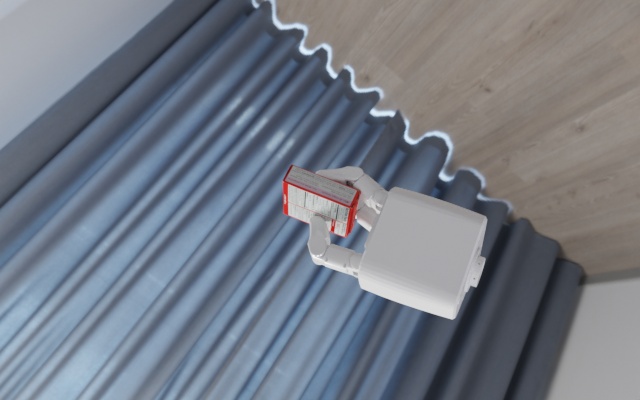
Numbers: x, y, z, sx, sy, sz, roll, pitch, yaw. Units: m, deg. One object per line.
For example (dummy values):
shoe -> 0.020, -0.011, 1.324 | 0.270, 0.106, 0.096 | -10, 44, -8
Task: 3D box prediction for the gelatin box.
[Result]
gelatin box -> 0.000, 0.002, 0.569 | 0.089, 0.030, 0.073 | 21, -31, 10
